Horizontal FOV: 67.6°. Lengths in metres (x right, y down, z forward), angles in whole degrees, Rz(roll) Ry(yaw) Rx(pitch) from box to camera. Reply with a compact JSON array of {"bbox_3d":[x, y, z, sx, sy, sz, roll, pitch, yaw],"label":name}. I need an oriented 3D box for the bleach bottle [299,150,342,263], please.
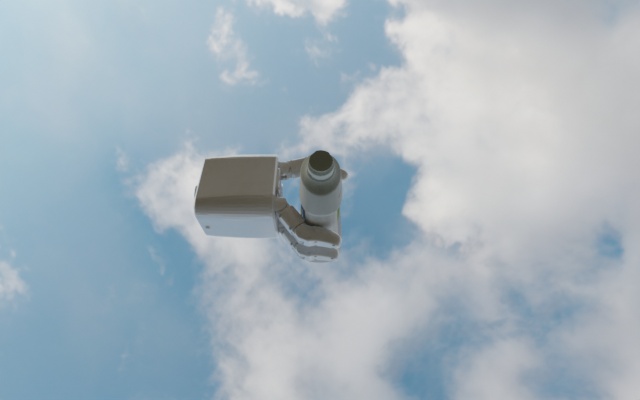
[{"bbox_3d":[0.000,0.002,0.662,0.068,0.102,0.251,-1,-26,-1],"label":"bleach bottle"}]
